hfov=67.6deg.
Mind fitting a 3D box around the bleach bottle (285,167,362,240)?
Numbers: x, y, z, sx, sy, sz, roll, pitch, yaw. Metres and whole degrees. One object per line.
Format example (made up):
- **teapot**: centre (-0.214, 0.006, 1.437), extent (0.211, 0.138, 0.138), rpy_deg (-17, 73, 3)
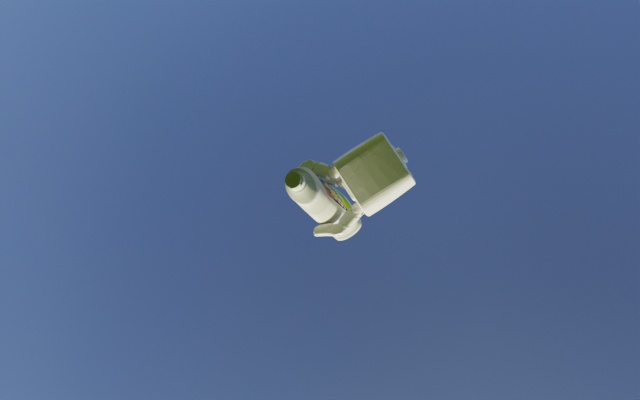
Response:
- **bleach bottle**: centre (0.000, 0.003, 0.871), extent (0.068, 0.102, 0.251), rpy_deg (-35, -22, 8)
